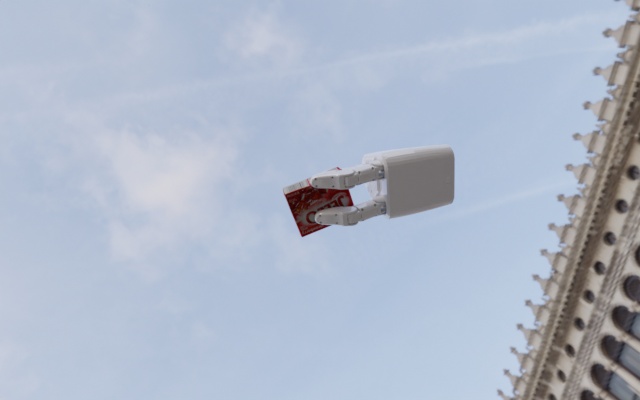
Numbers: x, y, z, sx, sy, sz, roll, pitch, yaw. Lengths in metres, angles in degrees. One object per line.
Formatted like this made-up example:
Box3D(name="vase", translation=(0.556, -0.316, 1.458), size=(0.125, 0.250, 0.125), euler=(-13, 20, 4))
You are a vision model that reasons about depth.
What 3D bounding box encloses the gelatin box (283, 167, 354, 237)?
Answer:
Box3D(name="gelatin box", translation=(0.000, 0.002, 0.684), size=(0.089, 0.073, 0.030), euler=(-21, 25, -1))
